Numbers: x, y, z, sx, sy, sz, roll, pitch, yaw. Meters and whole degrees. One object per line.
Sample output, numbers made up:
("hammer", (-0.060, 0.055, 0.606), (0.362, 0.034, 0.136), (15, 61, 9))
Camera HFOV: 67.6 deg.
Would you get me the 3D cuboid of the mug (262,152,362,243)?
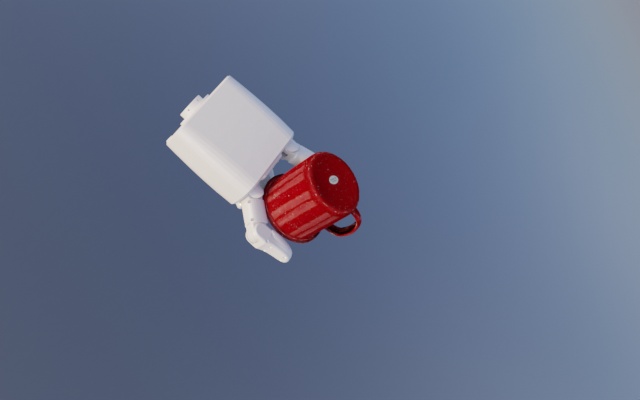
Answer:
("mug", (0.001, 0.003, 0.572), (0.117, 0.093, 0.081), (42, -45, -17))
